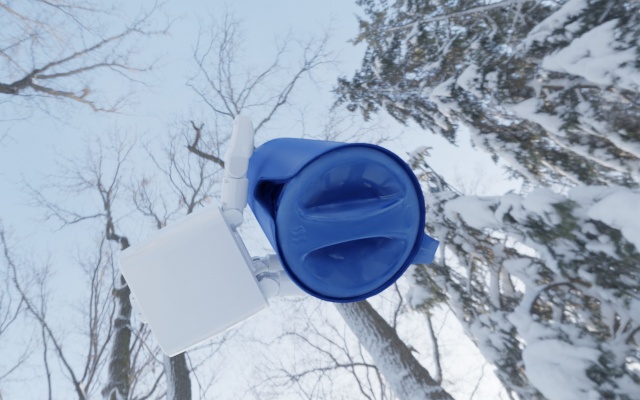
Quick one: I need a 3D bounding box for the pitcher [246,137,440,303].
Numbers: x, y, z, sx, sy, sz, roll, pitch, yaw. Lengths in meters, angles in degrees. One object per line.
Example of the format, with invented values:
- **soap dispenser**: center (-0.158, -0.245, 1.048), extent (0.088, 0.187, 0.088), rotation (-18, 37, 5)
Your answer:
- **pitcher**: center (0.000, 0.002, 0.493), extent (0.145, 0.149, 0.242), rotation (-27, 19, -11)
